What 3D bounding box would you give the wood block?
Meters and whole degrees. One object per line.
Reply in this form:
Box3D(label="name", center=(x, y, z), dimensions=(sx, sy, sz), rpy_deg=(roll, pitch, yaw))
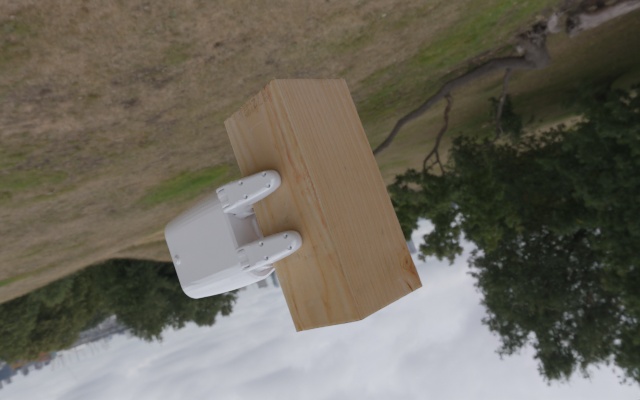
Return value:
Box3D(label="wood block", center=(0.000, 0.002, 0.440), dimensions=(0.091, 0.206, 0.090), rpy_deg=(-15, -8, -44))
